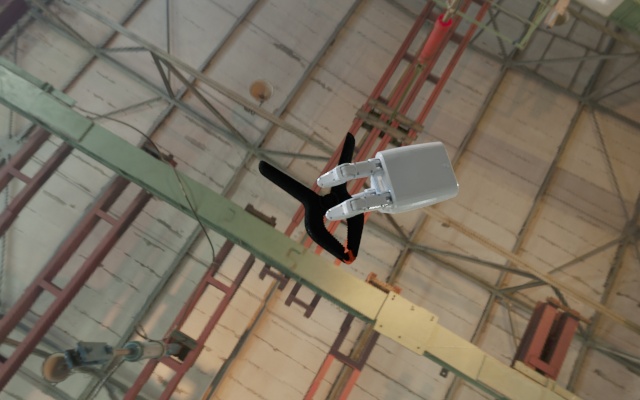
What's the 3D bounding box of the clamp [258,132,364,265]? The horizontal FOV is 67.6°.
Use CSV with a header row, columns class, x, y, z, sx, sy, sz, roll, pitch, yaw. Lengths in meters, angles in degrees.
class,x,y,z,sx,sy,sz,roll,pitch,yaw
clamp,0.000,0.003,0.752,0.164,0.210,0.036,-13,-15,-8
